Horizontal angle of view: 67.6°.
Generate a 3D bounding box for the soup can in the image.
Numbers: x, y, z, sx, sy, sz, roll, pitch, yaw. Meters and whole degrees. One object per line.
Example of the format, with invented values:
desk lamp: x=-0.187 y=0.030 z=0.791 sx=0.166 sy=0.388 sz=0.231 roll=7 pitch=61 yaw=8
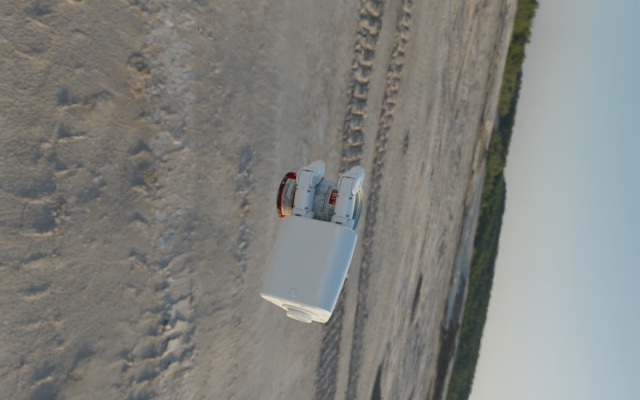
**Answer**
soup can: x=0.001 y=0.002 z=0.650 sx=0.102 sy=0.068 sz=0.068 roll=11 pitch=3 yaw=19
